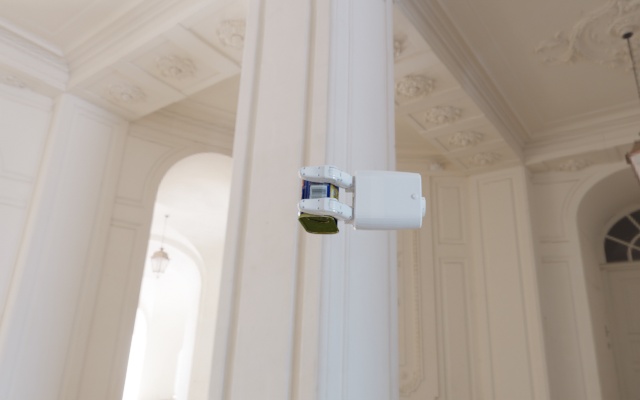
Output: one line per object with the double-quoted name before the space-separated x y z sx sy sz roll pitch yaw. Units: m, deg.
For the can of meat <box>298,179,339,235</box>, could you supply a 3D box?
"can of meat" 0.000 0.002 0.791 0.057 0.084 0.102 0 -19 10
